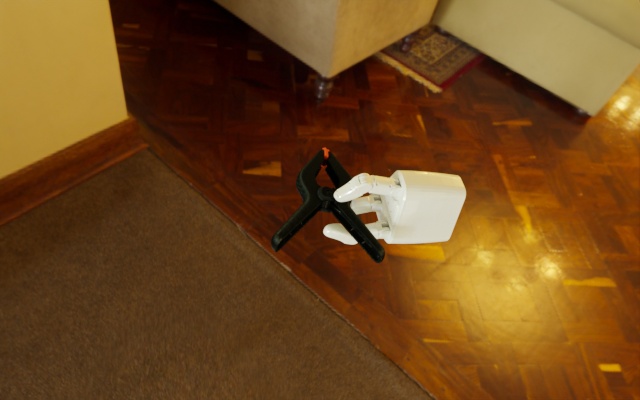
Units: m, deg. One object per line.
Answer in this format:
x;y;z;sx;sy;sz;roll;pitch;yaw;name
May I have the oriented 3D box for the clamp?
0.000;0.001;0.724;0.164;0.209;0.036;3;-39;-17;clamp
